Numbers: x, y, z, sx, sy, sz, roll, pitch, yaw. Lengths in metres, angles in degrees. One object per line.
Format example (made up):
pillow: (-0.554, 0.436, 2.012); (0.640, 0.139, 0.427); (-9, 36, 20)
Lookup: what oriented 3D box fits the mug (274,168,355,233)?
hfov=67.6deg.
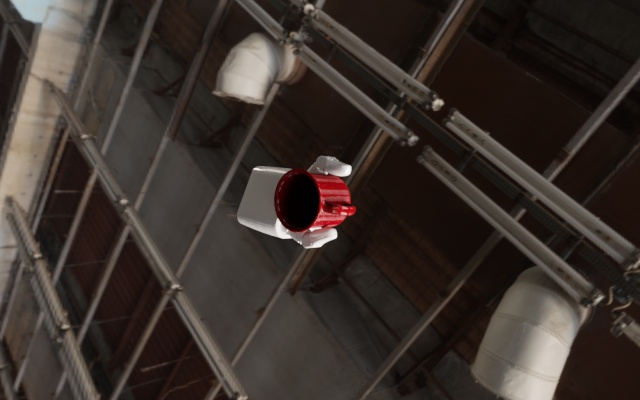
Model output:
mug: (0.001, 0.002, 0.709); (0.117, 0.093, 0.081); (12, 8, 39)
